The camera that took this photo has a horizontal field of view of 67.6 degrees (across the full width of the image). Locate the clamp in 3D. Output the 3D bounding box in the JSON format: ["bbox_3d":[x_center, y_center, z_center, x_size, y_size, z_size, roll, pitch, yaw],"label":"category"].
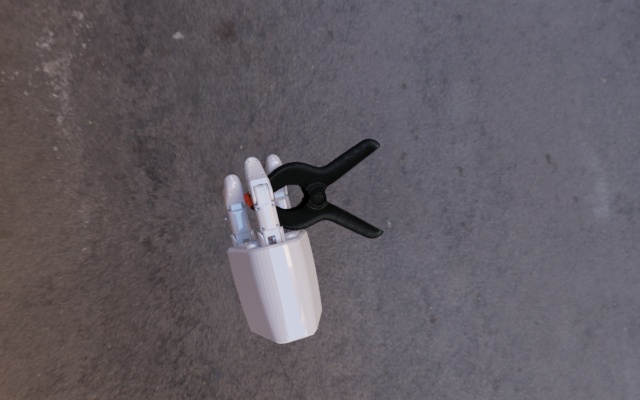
[{"bbox_3d":[0.000,0.002,0.562,0.171,0.120,0.039,-14,4,-11],"label":"clamp"}]
